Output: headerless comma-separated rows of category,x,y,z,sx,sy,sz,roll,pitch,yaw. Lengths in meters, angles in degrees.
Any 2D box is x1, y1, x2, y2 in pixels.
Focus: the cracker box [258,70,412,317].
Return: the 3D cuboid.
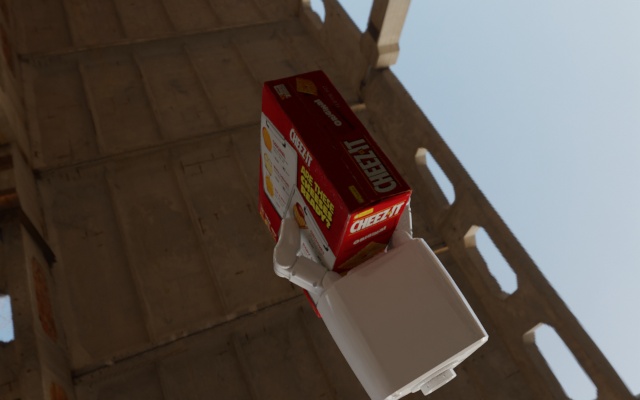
cracker box,0.000,0.002,0.499,0.072,0.164,0.214,-21,-30,-22
